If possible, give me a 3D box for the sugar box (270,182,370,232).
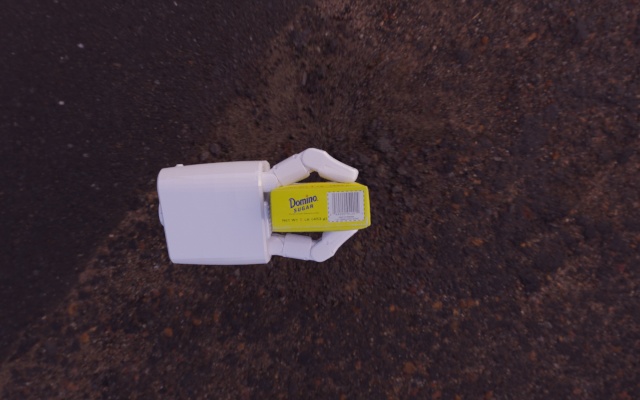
[{"bbox_3d":[0.000,0.001,0.526,0.093,0.048,0.176,-2,6,0],"label":"sugar box"}]
